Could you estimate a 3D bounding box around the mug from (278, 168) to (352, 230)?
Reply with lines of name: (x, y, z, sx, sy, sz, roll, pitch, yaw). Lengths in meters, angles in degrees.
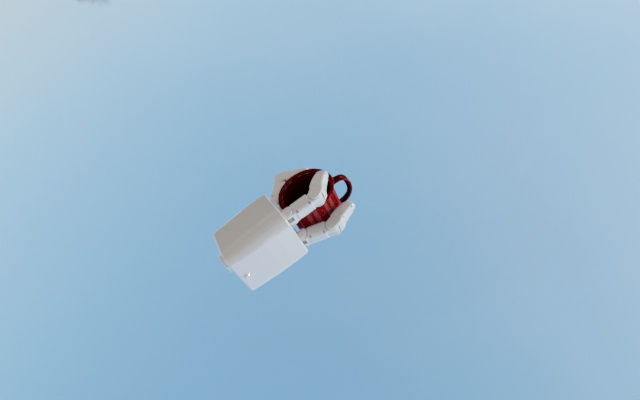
mug: (0.001, 0.002, 0.771, 0.117, 0.082, 0.093, -35, 45, -6)
